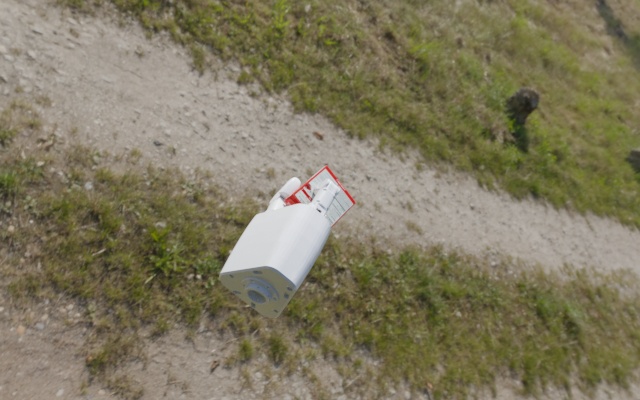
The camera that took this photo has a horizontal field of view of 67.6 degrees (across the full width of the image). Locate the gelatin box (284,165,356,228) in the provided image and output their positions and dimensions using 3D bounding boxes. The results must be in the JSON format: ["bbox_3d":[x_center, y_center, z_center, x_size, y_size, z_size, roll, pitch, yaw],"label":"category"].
[{"bbox_3d":[0.001,0.002,0.699,0.089,0.073,0.030,-43,6,-39],"label":"gelatin box"}]
